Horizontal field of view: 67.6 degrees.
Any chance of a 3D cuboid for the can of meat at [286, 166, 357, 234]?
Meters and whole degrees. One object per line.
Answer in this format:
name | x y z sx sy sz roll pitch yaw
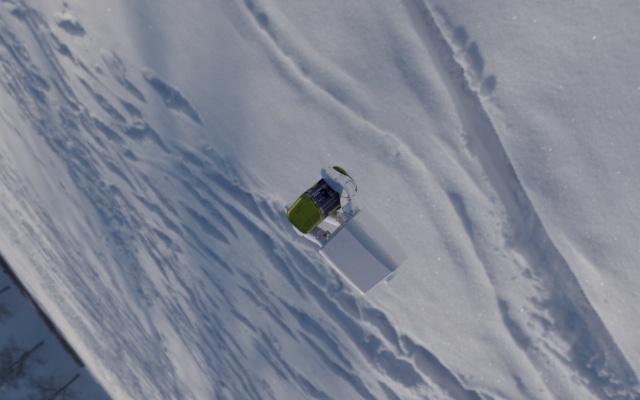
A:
can of meat | 0.000 0.003 0.777 0.084 0.057 0.102 -40 -4 -33
